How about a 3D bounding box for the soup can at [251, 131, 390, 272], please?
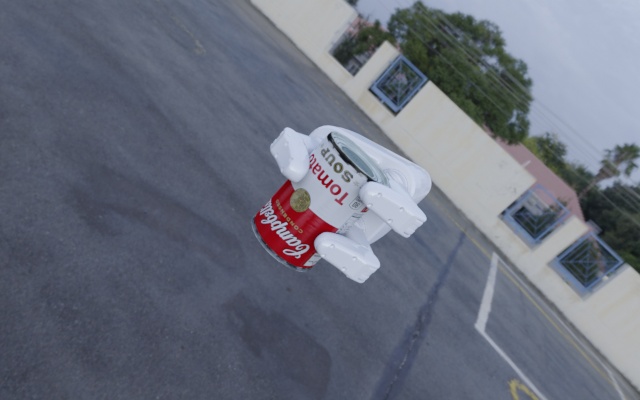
[{"bbox_3d":[0.000,0.001,0.400,0.102,0.068,0.068,-47,-19,18],"label":"soup can"}]
